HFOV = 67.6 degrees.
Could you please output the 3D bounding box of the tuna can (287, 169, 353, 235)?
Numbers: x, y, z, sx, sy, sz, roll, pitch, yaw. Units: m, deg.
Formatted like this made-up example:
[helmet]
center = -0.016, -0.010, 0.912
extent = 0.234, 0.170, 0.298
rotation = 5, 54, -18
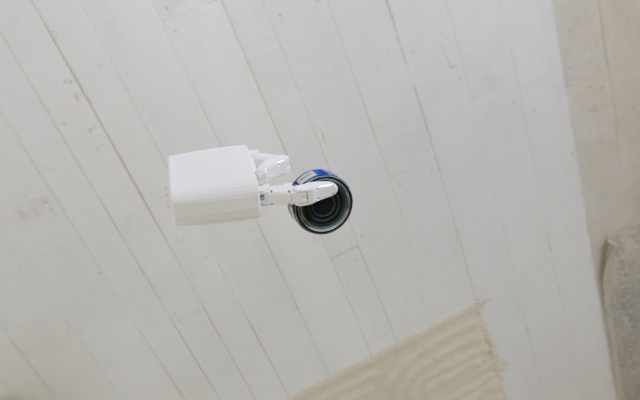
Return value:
[tuna can]
center = 0.000, 0.002, 0.646
extent = 0.086, 0.086, 0.033
rotation = 0, 16, -19
